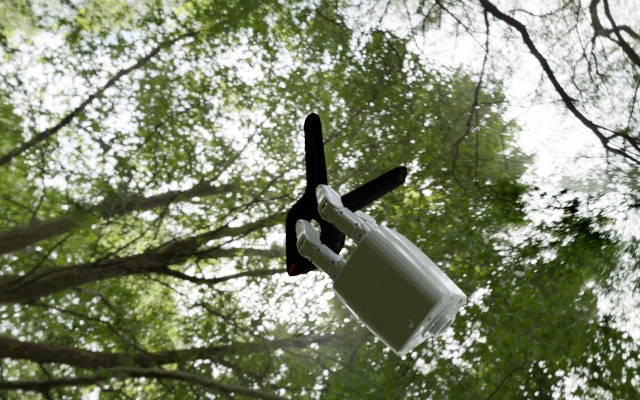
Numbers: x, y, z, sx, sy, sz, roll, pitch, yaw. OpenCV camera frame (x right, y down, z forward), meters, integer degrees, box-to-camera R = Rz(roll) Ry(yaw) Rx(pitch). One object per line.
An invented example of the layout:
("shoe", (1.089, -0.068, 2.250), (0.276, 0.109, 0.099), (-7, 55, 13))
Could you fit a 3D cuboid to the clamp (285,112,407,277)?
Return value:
("clamp", (0.001, 0.003, 0.612), (0.036, 0.210, 0.164), (1, 36, -49))
